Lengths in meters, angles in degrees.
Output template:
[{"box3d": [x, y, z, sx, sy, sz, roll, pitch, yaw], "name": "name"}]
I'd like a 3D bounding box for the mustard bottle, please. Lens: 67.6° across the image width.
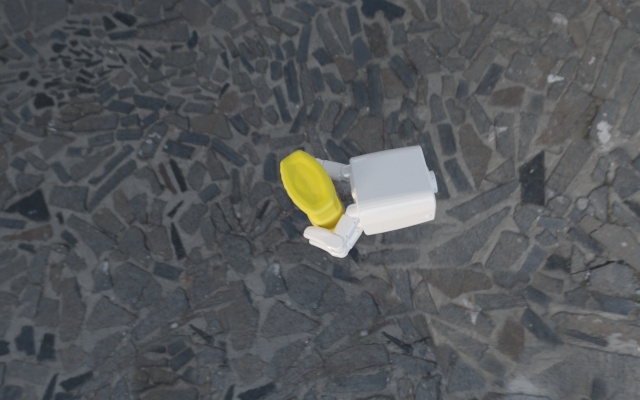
[{"box3d": [0.000, 0.002, 0.701, 0.058, 0.096, 0.192, -35, -20, -1], "name": "mustard bottle"}]
